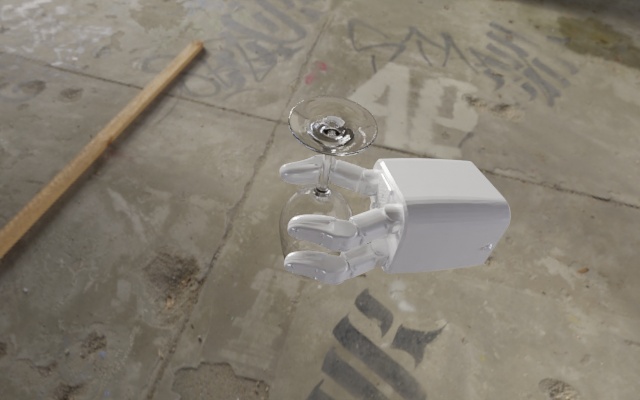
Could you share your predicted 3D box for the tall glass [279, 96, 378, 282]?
[{"bbox_3d":[0.000,0.001,0.466,0.079,0.079,0.201,0,-41,-9],"label":"tall glass"}]
